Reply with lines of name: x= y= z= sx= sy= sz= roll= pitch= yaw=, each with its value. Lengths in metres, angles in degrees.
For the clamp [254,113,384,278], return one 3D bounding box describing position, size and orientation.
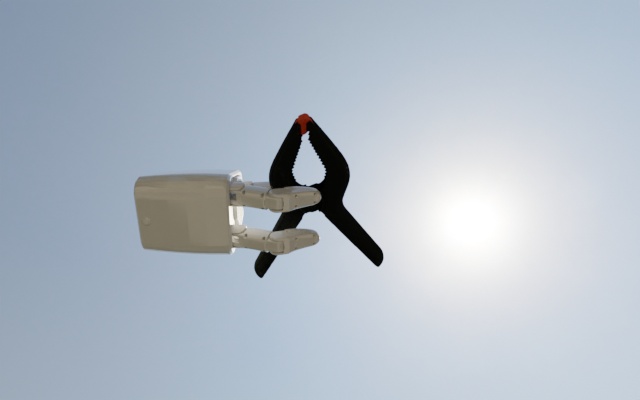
clamp: x=0.000 y=0.001 z=0.575 sx=0.164 sy=0.210 sz=0.036 roll=0 pitch=24 yaw=-3
